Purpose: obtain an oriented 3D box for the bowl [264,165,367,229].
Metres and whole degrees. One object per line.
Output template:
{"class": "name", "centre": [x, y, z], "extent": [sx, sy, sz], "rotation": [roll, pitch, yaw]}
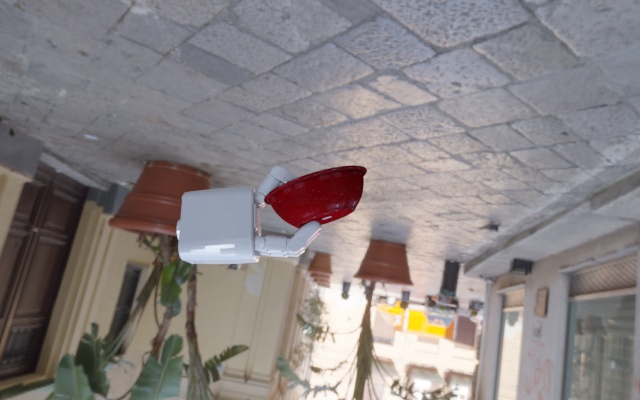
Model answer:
{"class": "bowl", "centre": [0.001, 0.002, 0.713], "extent": [0.162, 0.055, 0.162], "rotation": [-17, -11, -3]}
